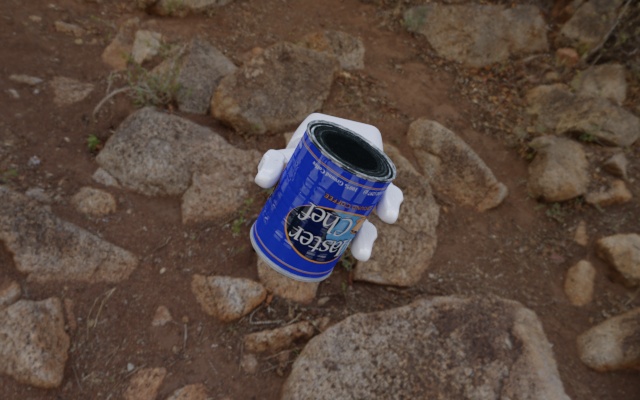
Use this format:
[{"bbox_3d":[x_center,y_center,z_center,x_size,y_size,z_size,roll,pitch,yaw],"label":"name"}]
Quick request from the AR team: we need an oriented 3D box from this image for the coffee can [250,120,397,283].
[{"bbox_3d":[0.000,0.002,0.506,0.103,0.140,0.102,24,28,-14],"label":"coffee can"}]
